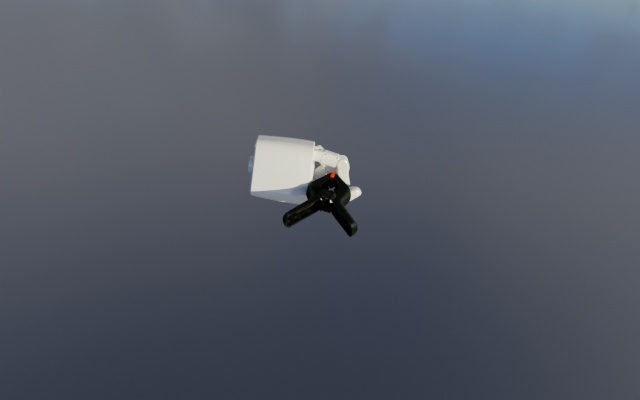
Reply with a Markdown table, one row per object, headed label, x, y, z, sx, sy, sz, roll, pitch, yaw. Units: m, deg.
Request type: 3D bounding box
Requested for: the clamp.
| label | x | y | z | sx | sy | sz | roll | pitch | yaw |
| --- | --- | --- | --- | --- | --- | --- | --- | --- | --- |
| clamp | 0.000 | 0.002 | 0.819 | 0.120 | 0.039 | 0.171 | 9 | 30 | -4 |
